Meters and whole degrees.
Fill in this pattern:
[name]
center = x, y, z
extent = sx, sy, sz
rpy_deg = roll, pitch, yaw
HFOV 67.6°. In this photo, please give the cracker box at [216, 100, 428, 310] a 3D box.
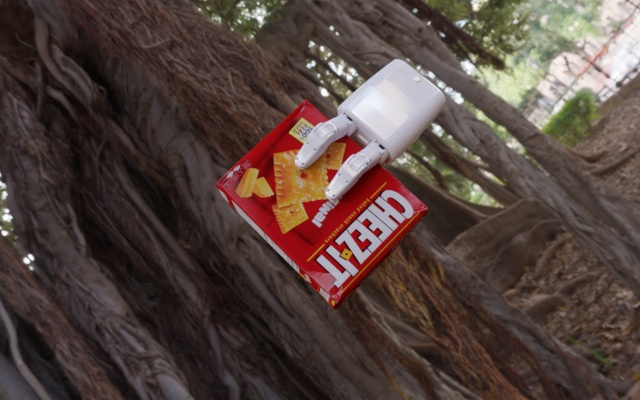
[cracker box]
center = 0.000, 0.002, 0.605
extent = 0.213, 0.164, 0.072
rpy_deg = 43, -12, 13
